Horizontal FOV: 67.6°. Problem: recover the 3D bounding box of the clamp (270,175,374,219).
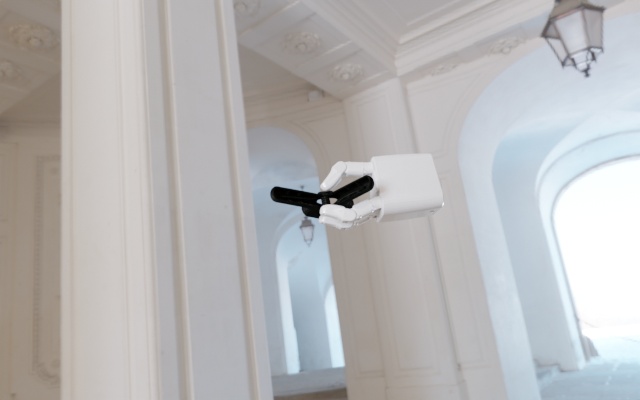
[{"bbox_3d":[0.000,0.002,0.834,0.164,0.036,0.210,-4,-15,-3],"label":"clamp"}]
